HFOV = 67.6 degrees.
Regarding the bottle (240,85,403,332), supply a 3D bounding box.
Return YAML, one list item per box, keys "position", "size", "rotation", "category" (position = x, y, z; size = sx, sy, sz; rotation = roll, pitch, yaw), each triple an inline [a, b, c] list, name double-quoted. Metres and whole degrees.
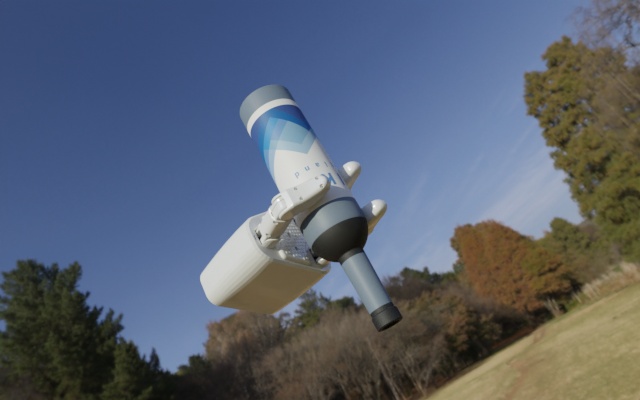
- position: [0.000, 0.001, 0.512]
  size: [0.069, 0.295, 0.069]
  rotation: [-24, -25, -12]
  category: "bottle"
